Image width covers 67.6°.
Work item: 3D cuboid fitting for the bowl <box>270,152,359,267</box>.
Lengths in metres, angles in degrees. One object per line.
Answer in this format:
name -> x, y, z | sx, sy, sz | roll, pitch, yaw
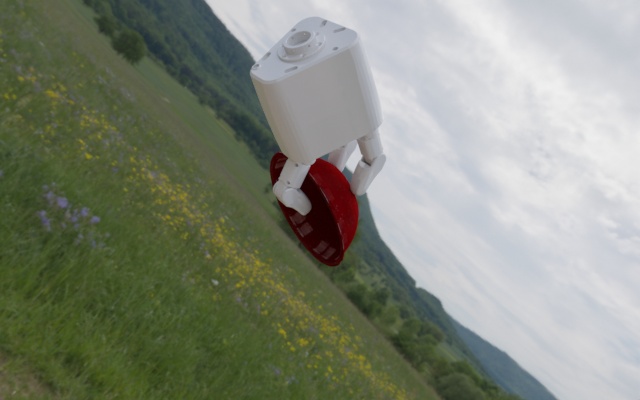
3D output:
bowl -> 0.000, 0.003, 0.615 | 0.055, 0.162, 0.162 | -29, 12, -23
